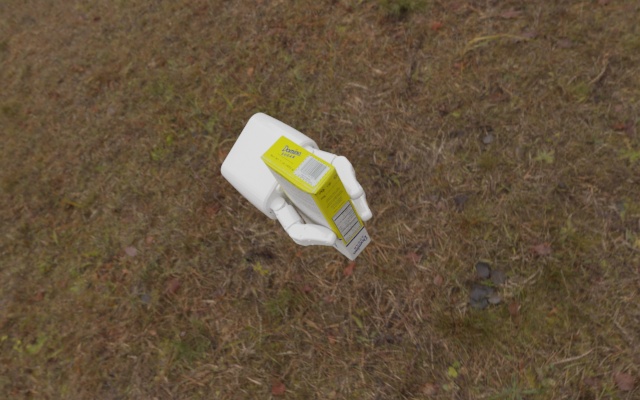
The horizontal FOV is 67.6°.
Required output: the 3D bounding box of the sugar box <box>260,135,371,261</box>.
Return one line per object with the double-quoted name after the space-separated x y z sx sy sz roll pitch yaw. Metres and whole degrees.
0.000 0.001 0.601 0.093 0.048 0.176 35 -12 34 "sugar box"
